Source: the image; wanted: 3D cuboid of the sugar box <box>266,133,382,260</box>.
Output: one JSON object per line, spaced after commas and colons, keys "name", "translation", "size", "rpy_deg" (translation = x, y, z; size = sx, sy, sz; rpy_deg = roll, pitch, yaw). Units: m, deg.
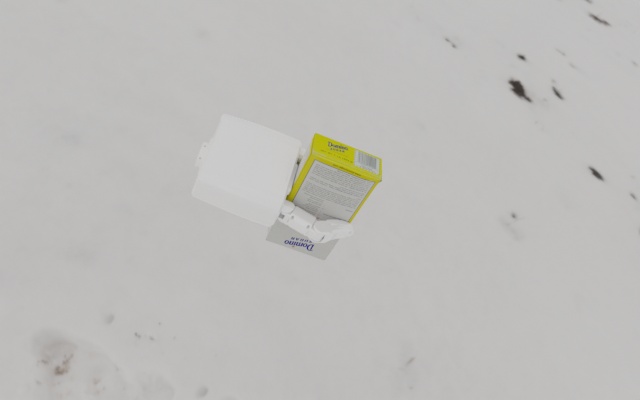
{"name": "sugar box", "translation": [0.000, 0.002, 0.622], "size": [0.093, 0.048, 0.176], "rpy_deg": [21, -44, -12]}
